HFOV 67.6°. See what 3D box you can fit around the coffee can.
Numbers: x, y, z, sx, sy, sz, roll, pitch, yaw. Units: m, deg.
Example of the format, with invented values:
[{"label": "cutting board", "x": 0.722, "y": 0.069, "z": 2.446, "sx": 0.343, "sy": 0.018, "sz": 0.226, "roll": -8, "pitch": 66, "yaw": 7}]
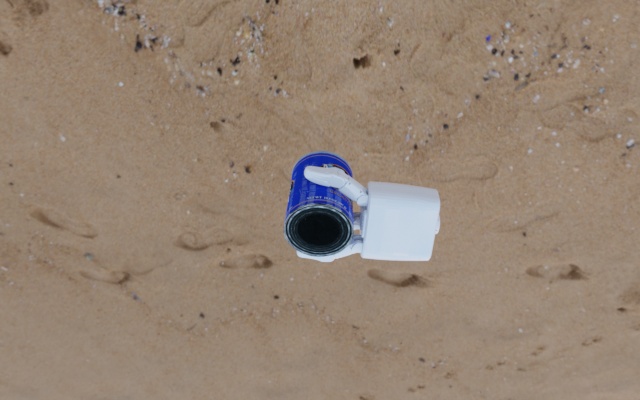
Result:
[{"label": "coffee can", "x": 0.000, "y": 0.002, "z": 0.743, "sx": 0.103, "sy": 0.103, "sz": 0.140, "roll": 0, "pitch": 38, "yaw": 3}]
